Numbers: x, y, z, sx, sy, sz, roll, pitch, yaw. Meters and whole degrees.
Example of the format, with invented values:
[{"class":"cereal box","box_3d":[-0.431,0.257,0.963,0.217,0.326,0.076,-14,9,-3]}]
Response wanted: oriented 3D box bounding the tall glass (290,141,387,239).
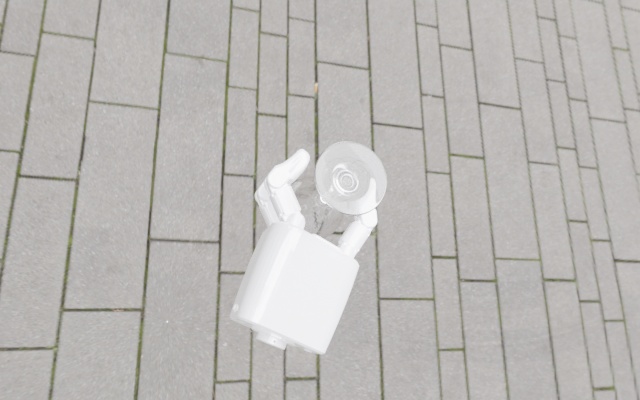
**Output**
[{"class":"tall glass","box_3d":[0.000,0.002,0.548,0.079,0.079,0.201,0,-13,-18]}]
